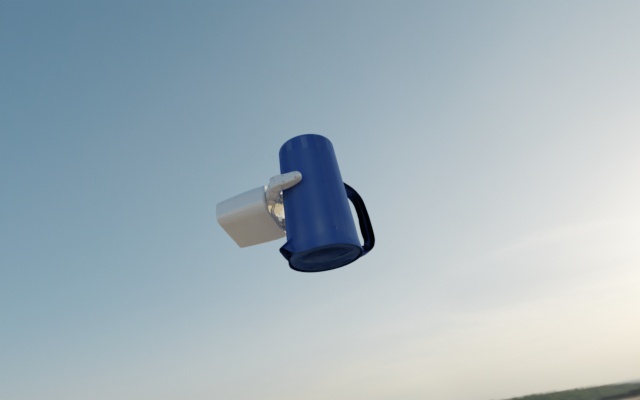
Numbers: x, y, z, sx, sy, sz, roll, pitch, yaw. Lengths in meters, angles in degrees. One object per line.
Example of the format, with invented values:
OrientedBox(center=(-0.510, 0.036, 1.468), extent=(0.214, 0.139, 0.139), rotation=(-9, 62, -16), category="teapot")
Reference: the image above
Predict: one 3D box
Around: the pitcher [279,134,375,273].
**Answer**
OrientedBox(center=(0.000, 0.003, 0.887), extent=(0.145, 0.242, 0.149), rotation=(-19, -28, 16), category="pitcher")
